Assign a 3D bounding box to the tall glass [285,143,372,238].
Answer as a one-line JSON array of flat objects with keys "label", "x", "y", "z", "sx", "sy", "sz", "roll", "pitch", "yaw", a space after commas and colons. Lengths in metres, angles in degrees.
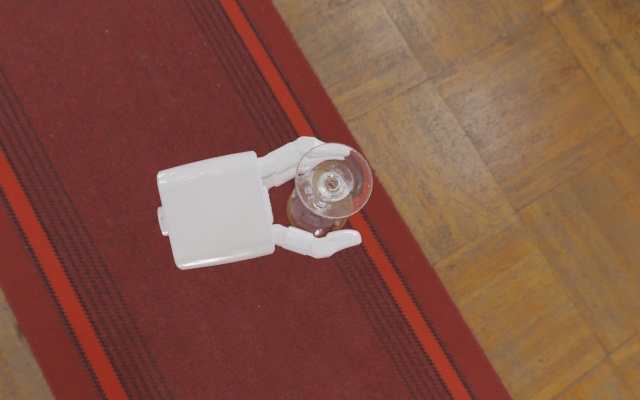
[{"label": "tall glass", "x": 0.000, "y": 0.002, "z": 0.547, "sx": 0.079, "sy": 0.079, "sz": 0.201, "roll": 0, "pitch": -12, "yaw": -7}]
